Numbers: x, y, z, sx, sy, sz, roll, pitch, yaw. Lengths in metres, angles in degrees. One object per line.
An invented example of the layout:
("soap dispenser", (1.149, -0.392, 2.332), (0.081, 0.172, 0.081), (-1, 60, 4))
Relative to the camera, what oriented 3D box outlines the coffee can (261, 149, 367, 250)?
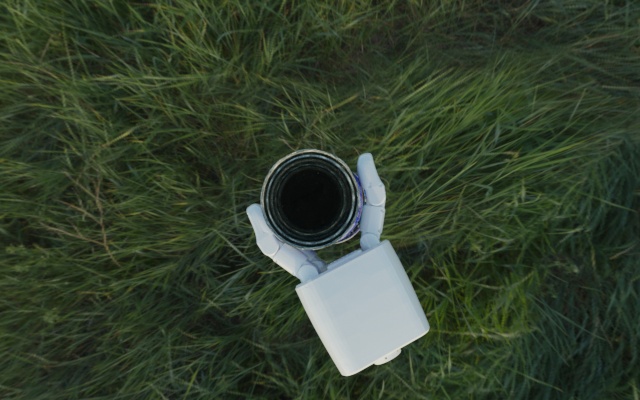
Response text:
("coffee can", (0.000, 0.002, 0.547), (0.103, 0.103, 0.140), (0, -3, 9))
